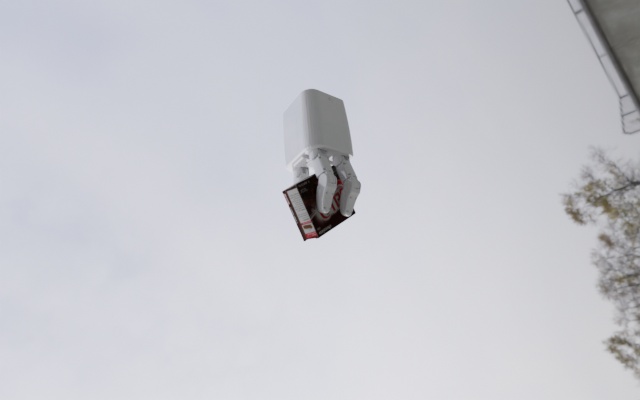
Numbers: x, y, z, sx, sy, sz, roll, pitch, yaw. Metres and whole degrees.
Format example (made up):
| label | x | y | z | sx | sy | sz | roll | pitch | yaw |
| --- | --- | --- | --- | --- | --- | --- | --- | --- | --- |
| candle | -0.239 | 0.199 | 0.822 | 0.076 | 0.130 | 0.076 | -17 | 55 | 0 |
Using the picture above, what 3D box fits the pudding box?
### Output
| label | x | y | z | sx | sy | sz | roll | pitch | yaw |
| --- | --- | --- | --- | --- | --- | --- | --- | --- | --- |
| pudding box | 0.000 | 0.002 | 0.764 | 0.039 | 0.090 | 0.113 | -19 | 7 | 43 |
